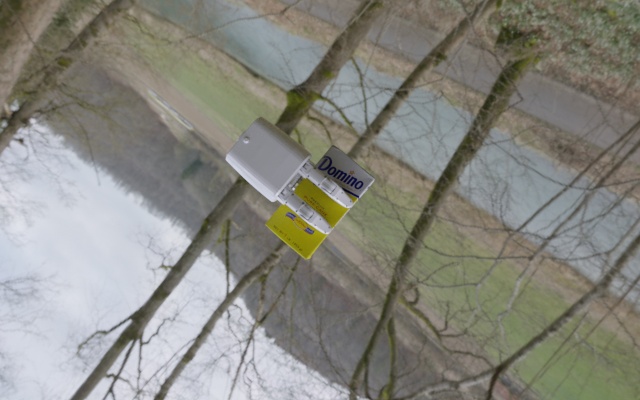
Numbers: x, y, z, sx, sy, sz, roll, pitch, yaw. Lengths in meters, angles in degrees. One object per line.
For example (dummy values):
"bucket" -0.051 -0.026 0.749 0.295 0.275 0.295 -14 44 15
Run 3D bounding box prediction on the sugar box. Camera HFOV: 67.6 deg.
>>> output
"sugar box" 0.000 0.003 0.798 0.093 0.176 0.048 39 0 5
